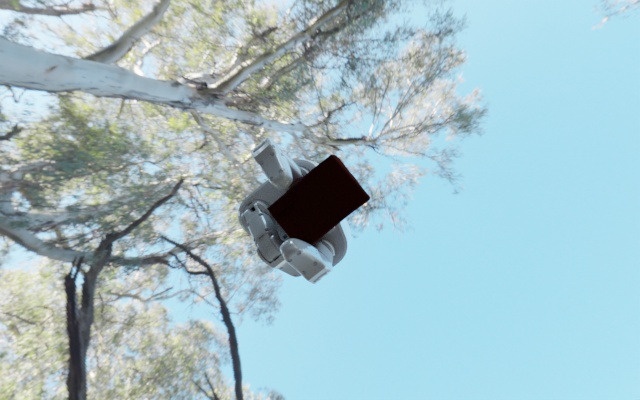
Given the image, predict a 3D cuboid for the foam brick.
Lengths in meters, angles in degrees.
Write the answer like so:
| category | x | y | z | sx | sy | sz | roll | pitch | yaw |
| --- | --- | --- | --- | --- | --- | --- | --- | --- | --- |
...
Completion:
| category | x | y | z | sx | sy | sz | roll | pitch | yaw |
| --- | --- | --- | --- | --- | --- | --- | --- | --- | --- |
| foam brick | 0.000 | 0.001 | 0.437 | 0.078 | 0.053 | 0.051 | -39 | -2 | 9 |
